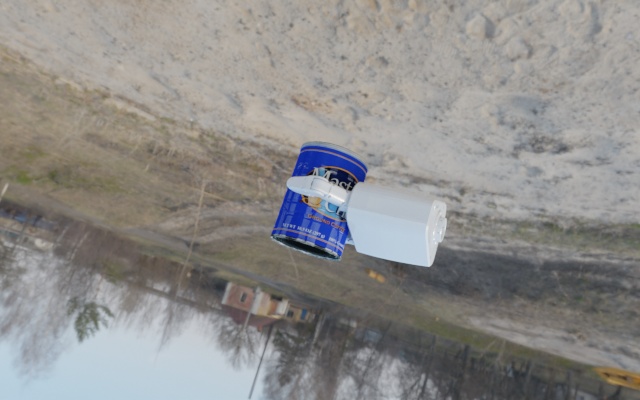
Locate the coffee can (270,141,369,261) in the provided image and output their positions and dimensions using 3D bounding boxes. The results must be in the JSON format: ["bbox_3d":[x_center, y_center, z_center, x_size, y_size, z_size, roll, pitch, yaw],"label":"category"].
[{"bbox_3d":[0.000,0.002,0.671,0.103,0.140,0.103,17,-13,4],"label":"coffee can"}]
